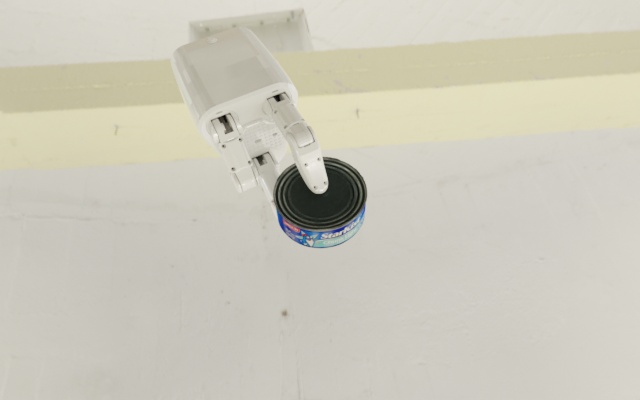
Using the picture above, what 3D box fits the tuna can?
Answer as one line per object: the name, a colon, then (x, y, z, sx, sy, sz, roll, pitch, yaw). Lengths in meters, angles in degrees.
tuna can: (0.000, 0.002, 0.446, 0.086, 0.086, 0.034, 0, -38, 2)
